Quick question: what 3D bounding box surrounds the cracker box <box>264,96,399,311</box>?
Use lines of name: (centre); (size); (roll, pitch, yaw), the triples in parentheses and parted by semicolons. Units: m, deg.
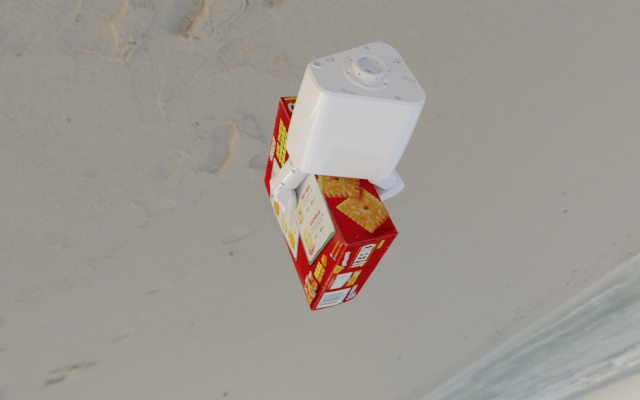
cracker box: (0.000, 0.002, 0.590); (0.072, 0.213, 0.164); (-9, -33, -22)
